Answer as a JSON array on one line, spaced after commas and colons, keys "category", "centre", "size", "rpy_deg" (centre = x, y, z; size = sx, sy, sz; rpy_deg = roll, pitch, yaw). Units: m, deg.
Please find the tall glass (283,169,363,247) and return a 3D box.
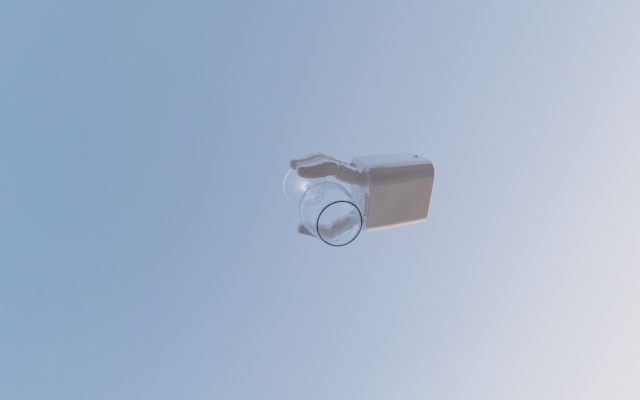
[{"category": "tall glass", "centre": [0.000, 0.002, 0.698], "size": [0.079, 0.079, 0.201], "rpy_deg": [0, 16, -15]}]
